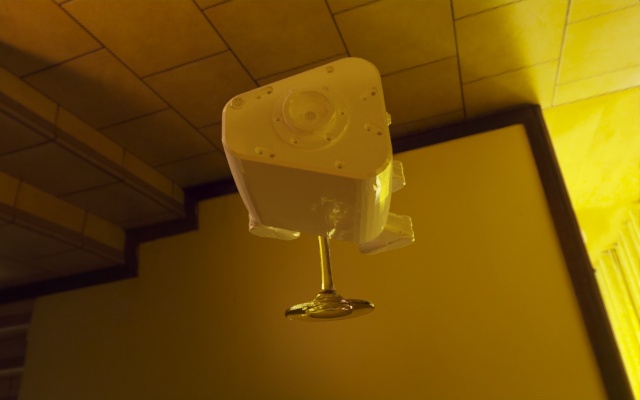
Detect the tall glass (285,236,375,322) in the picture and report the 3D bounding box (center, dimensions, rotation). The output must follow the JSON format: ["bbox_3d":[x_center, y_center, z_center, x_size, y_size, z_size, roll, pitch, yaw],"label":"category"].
[{"bbox_3d":[0.000,0.002,0.432,0.079,0.201,0.079,-4,-25,-2],"label":"tall glass"}]
